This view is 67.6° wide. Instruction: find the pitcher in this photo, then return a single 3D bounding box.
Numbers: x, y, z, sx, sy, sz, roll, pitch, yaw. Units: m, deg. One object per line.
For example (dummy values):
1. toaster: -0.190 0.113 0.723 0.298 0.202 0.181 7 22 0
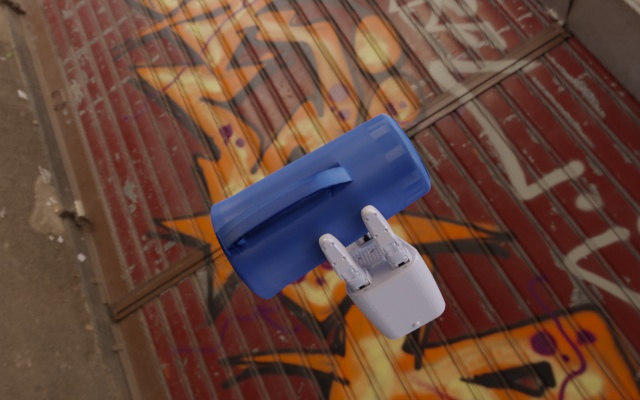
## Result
1. pitcher: 0.000 0.002 0.560 0.243 0.145 0.149 -32 30 6
